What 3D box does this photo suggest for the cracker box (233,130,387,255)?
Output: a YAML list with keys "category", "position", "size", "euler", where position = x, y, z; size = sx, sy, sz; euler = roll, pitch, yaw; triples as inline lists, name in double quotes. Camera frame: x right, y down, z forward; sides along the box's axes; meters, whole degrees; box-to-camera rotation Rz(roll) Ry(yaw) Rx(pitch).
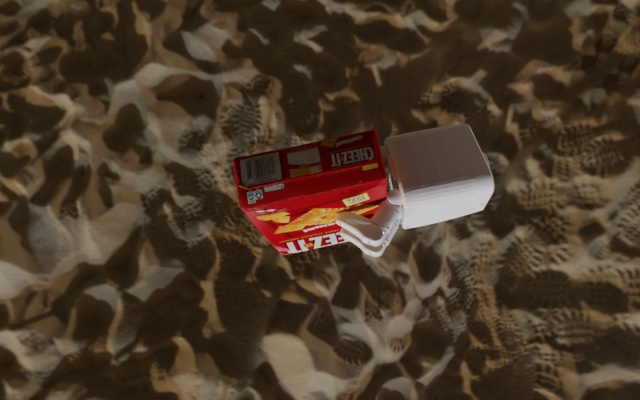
- category: "cracker box"
  position: [0.000, 0.002, 0.611]
  size: [0.164, 0.072, 0.214]
  euler: [-11, -21, 3]
